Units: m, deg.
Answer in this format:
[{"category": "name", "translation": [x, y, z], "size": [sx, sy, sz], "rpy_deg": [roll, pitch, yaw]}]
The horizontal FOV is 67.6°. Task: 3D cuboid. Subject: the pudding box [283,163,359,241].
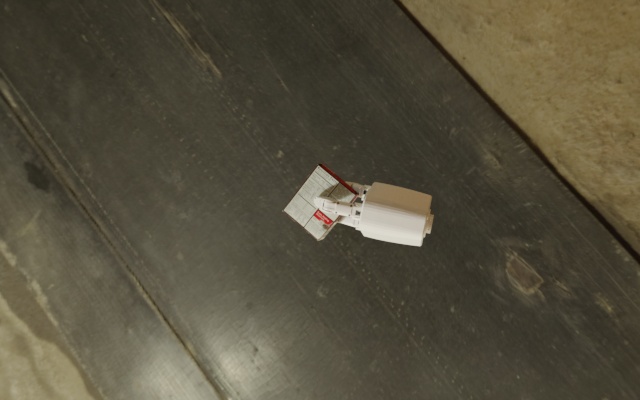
[{"category": "pudding box", "translation": [0.000, 0.003, 0.859], "size": [0.090, 0.113, 0.039], "rpy_deg": [40, 11, 8]}]
